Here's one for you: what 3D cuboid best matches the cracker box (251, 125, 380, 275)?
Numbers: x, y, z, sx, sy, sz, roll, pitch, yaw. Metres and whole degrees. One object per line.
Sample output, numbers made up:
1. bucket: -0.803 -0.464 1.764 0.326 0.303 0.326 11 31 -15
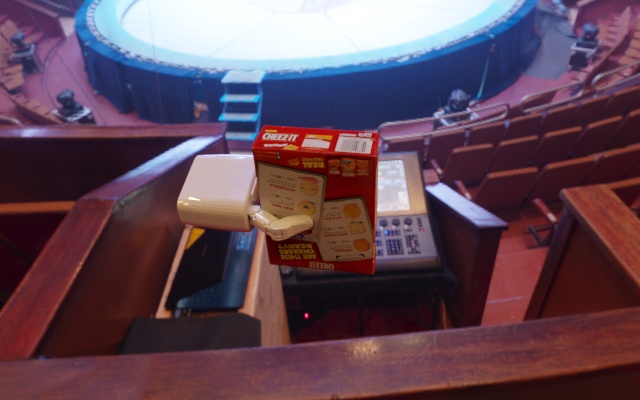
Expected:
1. cracker box: 0.000 0.002 0.687 0.164 0.214 0.072 4 39 10
